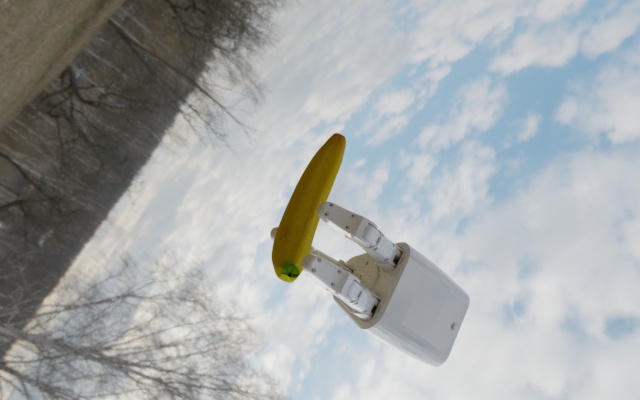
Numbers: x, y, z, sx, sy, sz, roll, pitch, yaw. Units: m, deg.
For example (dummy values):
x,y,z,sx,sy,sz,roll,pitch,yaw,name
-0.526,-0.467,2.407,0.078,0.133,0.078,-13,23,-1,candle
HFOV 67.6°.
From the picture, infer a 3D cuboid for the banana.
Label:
x,y,z,sx,sy,sz,roll,pitch,yaw,name
-0.012,0.012,0.493,0.037,0.197,0.070,35,-44,-20,banana
